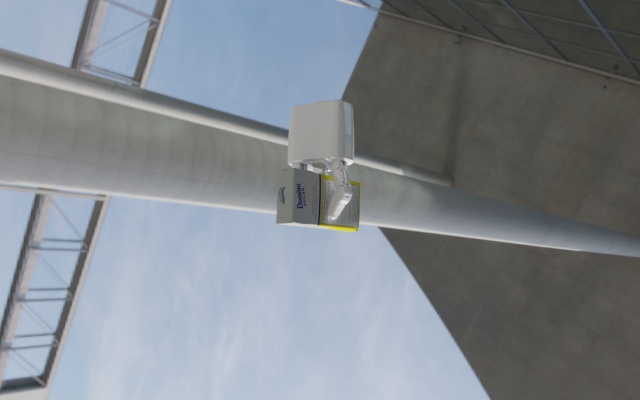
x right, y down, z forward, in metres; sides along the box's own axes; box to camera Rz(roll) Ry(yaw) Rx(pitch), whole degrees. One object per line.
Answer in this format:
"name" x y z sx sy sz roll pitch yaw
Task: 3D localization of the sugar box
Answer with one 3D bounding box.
"sugar box" 0.000 0.003 0.837 0.048 0.093 0.176 -5 -11 44
